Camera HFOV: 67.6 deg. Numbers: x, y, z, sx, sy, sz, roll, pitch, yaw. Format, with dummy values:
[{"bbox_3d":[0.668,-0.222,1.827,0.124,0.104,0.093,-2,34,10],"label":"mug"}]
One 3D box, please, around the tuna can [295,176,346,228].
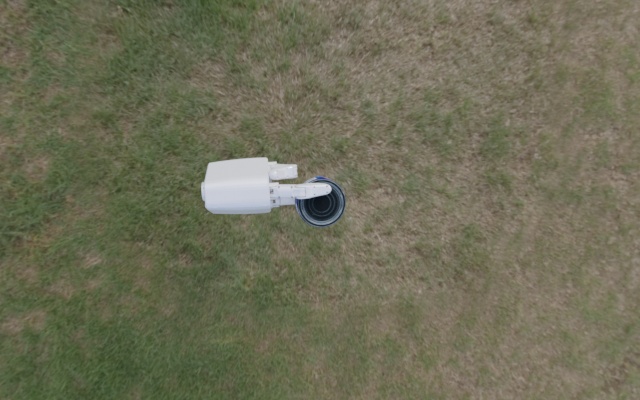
[{"bbox_3d":[0.000,0.003,0.818,0.086,0.086,0.033,0,8,-9],"label":"tuna can"}]
